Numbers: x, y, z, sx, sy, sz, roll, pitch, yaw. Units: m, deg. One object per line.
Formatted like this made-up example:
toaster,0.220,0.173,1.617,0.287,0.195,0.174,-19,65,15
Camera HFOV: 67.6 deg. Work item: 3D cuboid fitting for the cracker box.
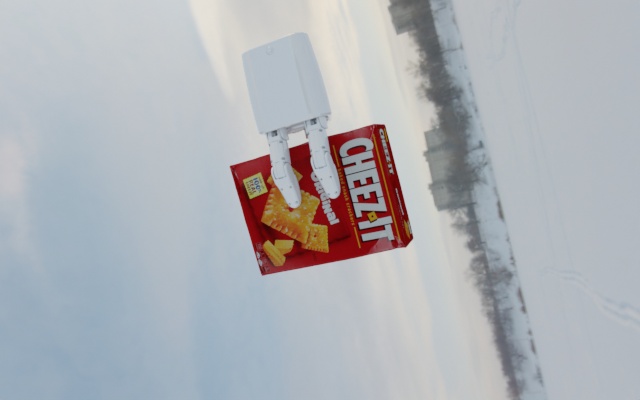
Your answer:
cracker box,0.000,0.002,0.652,0.214,0.164,0.072,-14,3,20
